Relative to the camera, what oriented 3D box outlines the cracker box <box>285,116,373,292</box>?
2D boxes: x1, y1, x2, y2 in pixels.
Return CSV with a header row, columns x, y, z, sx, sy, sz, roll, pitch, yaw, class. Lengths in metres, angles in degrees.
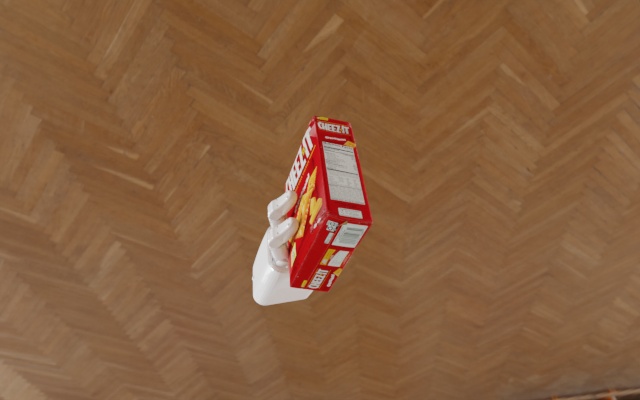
x,y,z,sx,sy,sz,roll,pitch,yaw,class
0.000,0.003,0.721,0.072,0.213,0.164,10,-46,-18,cracker box
